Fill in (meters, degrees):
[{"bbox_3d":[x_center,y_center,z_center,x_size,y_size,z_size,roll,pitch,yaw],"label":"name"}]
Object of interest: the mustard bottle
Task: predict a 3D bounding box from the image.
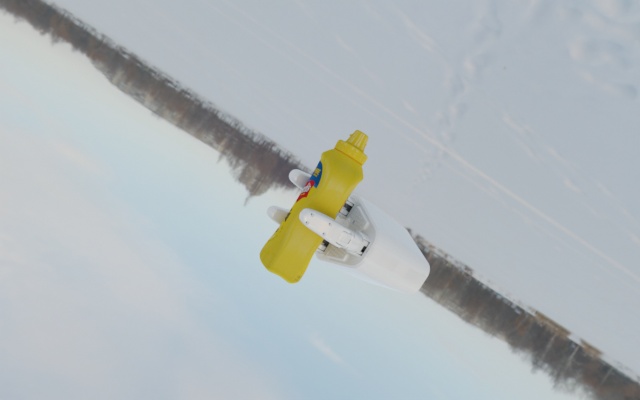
[{"bbox_3d":[0.000,0.002,0.569,0.058,0.191,0.096,32,2,-6],"label":"mustard bottle"}]
